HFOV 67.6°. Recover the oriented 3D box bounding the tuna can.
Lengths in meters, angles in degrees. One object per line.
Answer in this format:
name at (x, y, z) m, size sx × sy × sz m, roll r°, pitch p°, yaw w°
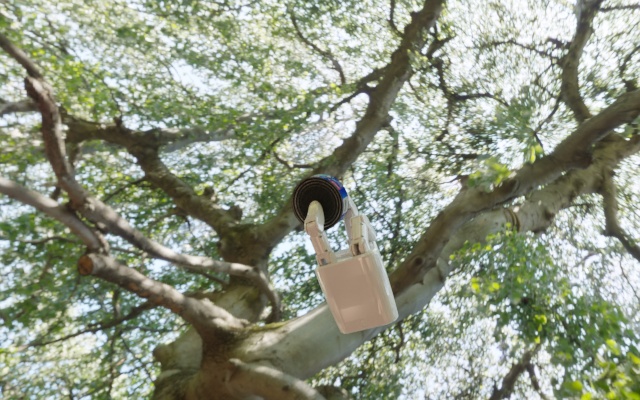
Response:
tuna can at (0.000, 0.002, 0.745) m, size 0.086 × 0.086 × 0.033 m, roll 0°, pitch 13°, yaw 22°
